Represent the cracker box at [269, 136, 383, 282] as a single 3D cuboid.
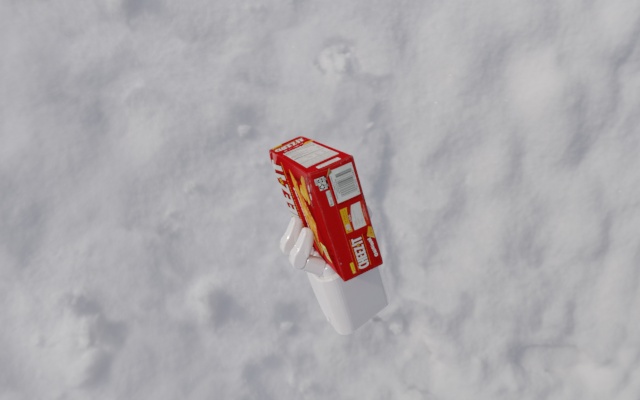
[{"bbox_3d":[0.000,0.002,0.715,0.072,0.164,0.213,-23,21,-14],"label":"cracker box"}]
